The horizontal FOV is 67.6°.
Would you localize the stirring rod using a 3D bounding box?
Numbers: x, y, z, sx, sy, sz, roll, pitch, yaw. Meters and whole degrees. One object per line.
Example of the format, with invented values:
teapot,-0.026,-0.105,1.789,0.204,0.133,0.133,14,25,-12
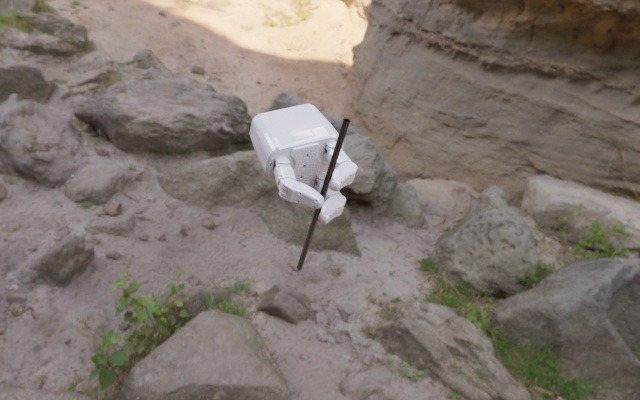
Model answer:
stirring rod,0.000,0.002,0.620,0.011,0.240,0.011,12,34,-8
